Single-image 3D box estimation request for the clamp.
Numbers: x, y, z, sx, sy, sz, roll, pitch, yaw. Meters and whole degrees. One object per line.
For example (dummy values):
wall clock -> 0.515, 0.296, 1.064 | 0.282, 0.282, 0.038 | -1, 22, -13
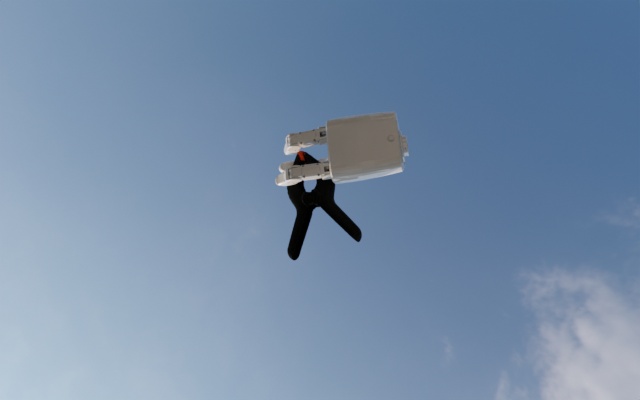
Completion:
clamp -> 0.000, 0.002, 0.744 | 0.120, 0.171, 0.039 | -8, -11, 13
